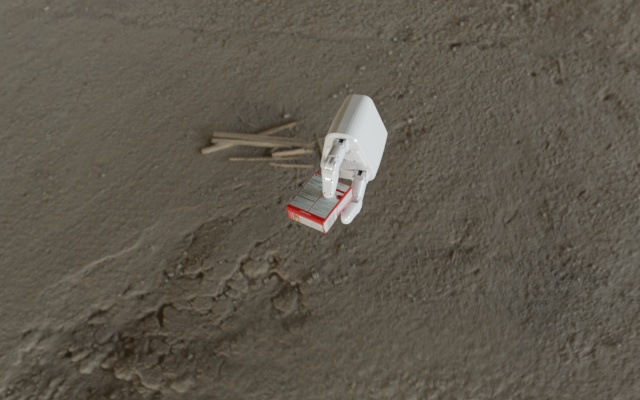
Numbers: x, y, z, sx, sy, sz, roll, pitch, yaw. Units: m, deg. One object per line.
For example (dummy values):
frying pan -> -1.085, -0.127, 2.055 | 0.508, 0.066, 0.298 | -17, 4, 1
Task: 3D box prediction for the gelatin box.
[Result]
gelatin box -> 0.000, 0.002, 0.768 | 0.073, 0.030, 0.089 | 22, 55, 26
